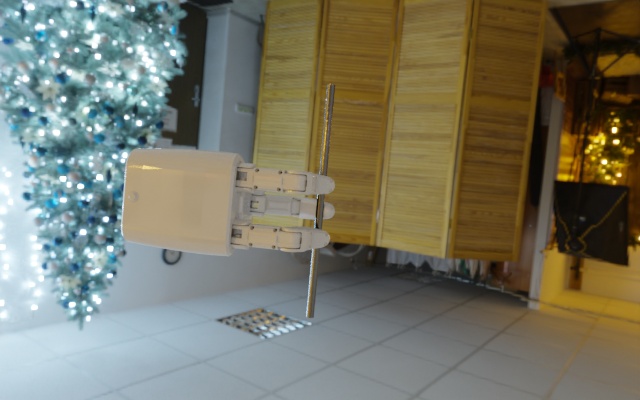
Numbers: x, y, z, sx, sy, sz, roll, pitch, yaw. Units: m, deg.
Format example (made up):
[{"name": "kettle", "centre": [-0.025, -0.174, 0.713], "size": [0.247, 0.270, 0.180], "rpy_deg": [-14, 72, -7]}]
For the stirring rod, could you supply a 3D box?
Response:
[{"name": "stirring rod", "centre": [0.000, 0.002, 0.492], "size": [0.011, 0.239, 0.011], "rpy_deg": [5, 2, 0]}]
